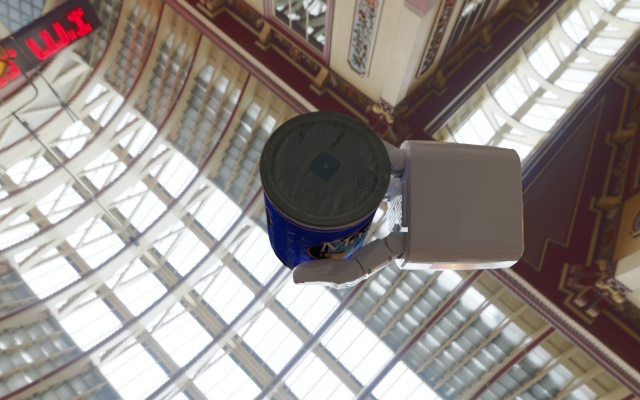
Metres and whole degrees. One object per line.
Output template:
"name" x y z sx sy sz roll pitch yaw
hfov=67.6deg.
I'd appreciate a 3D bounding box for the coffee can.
"coffee can" 0.000 0.001 0.433 0.103 0.102 0.140 0 -24 -4
